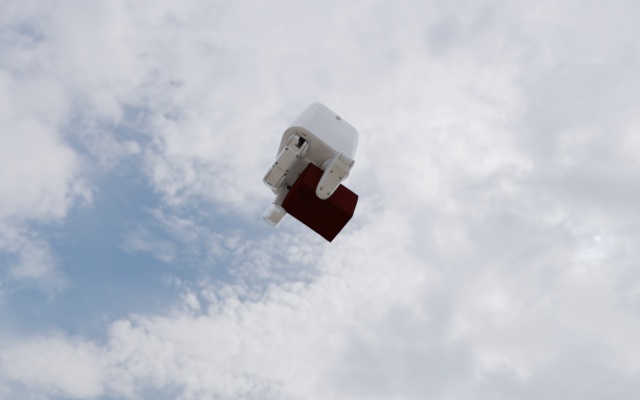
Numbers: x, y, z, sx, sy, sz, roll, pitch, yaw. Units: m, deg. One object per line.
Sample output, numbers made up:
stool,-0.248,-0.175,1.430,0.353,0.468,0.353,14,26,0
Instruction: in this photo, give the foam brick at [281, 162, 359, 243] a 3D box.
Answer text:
foam brick,0.000,0.002,0.591,0.078,0.053,0.051,35,32,-7
